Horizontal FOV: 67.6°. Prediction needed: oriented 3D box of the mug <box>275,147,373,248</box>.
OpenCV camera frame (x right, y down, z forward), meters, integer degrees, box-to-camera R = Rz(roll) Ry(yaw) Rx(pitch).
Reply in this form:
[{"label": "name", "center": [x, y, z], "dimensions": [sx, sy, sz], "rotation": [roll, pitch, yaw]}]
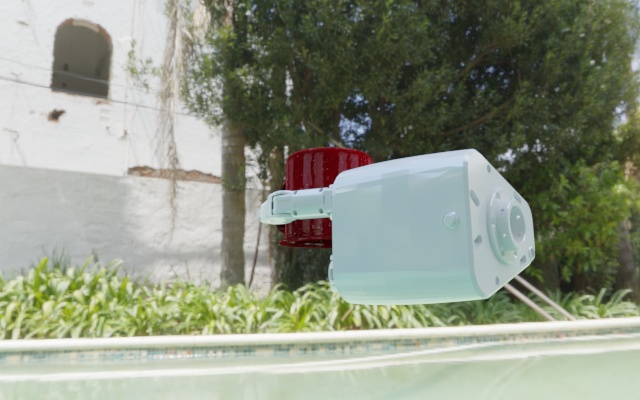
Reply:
[{"label": "mug", "center": [-0.001, 0.001, 0.449], "dimensions": [0.117, 0.081, 0.093], "rotation": [-10, -14, 43]}]
